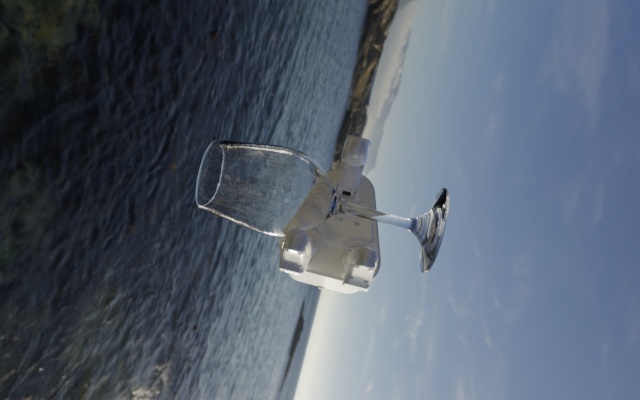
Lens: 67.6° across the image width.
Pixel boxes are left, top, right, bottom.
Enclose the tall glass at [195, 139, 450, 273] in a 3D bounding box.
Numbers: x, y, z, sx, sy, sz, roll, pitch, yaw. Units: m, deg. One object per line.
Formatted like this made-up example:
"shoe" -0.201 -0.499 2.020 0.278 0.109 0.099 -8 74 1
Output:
"tall glass" 0.001 0.001 0.408 0.201 0.079 0.079 14 1 2
